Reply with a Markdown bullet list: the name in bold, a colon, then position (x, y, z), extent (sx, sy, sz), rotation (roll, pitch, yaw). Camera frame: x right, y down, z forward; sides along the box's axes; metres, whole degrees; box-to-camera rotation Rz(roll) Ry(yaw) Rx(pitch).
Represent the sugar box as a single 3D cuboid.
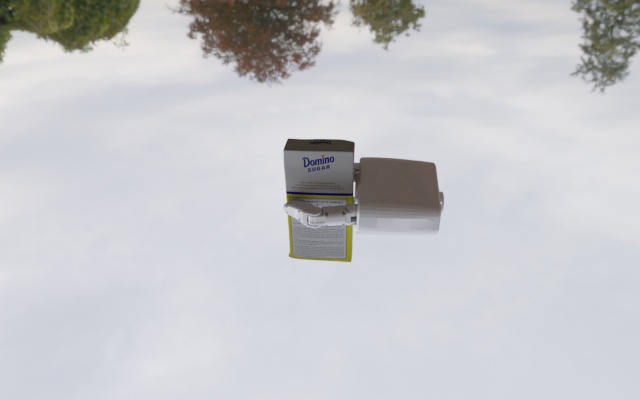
- **sugar box**: position (0.000, 0.002, 0.662), extent (0.093, 0.176, 0.048), rotation (3, 29, 5)
